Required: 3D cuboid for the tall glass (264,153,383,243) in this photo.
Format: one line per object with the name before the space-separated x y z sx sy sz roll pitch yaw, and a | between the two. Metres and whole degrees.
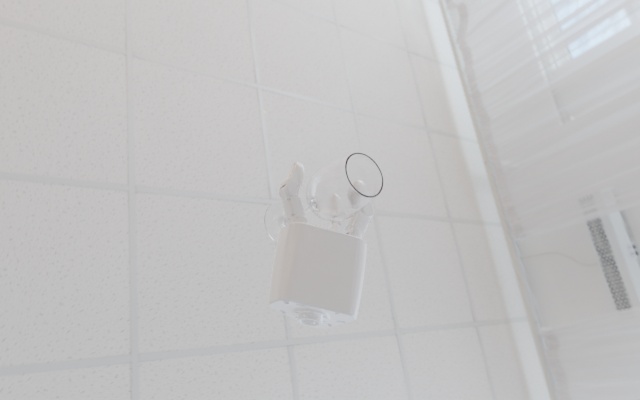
tall glass | 0.000 0.002 0.675 0.079 0.079 0.201 0 -21 -37
